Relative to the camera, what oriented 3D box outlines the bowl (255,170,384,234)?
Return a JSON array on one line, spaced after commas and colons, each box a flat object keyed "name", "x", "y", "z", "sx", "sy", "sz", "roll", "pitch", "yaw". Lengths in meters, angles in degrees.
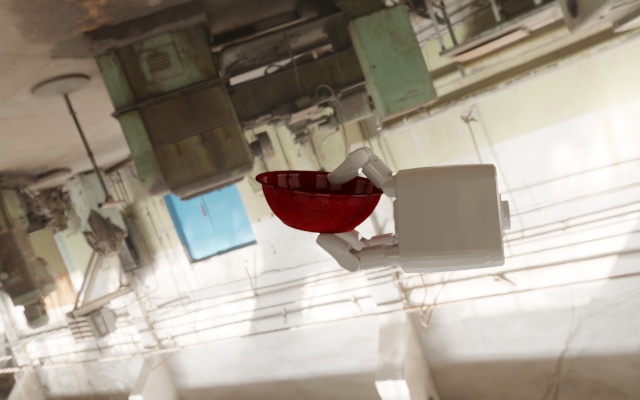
[{"name": "bowl", "x": -0.001, "y": 0.002, "z": 0.582, "sx": 0.162, "sy": 0.055, "sz": 0.162, "roll": 5, "pitch": 12, "yaw": -1}]
